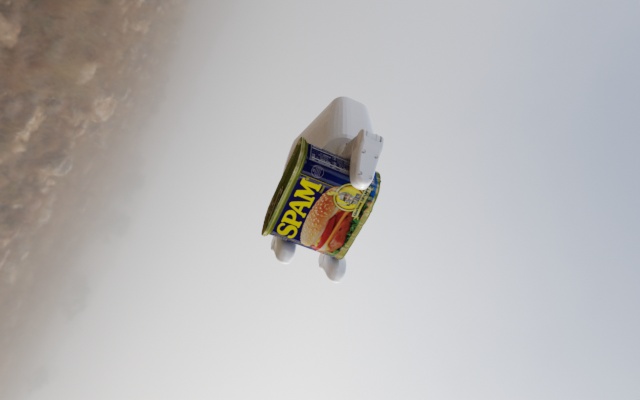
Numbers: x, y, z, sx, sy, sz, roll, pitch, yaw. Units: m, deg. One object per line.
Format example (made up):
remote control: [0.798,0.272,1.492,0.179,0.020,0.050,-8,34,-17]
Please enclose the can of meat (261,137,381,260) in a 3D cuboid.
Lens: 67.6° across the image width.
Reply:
can of meat: [0.000,0.002,0.464,0.084,0.102,0.057,21,32,-12]
